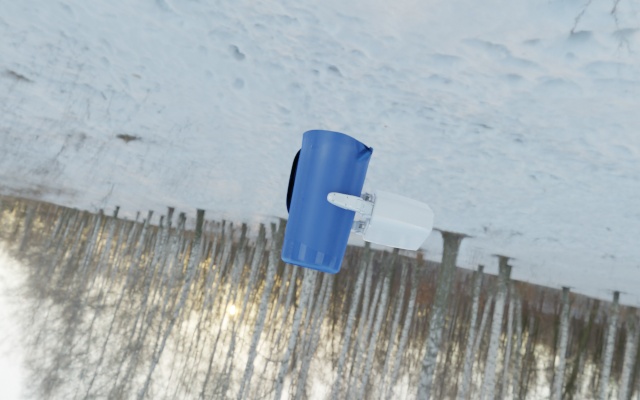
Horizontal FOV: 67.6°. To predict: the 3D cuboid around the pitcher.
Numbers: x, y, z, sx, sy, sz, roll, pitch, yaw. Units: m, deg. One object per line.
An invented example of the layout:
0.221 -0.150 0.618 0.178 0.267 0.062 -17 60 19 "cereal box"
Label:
0.000 0.003 0.871 0.145 0.243 0.149 13 -8 1 "pitcher"
